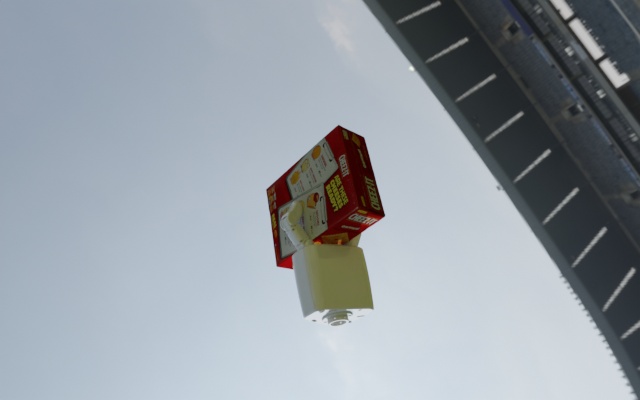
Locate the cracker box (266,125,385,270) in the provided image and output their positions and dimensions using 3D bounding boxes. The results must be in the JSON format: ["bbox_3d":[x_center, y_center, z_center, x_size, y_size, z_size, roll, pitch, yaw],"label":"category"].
[{"bbox_3d":[0.000,0.003,0.819,0.072,0.164,0.214,17,-40,-38],"label":"cracker box"}]
